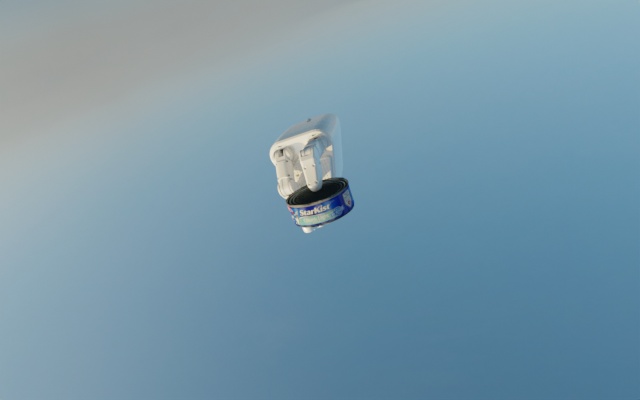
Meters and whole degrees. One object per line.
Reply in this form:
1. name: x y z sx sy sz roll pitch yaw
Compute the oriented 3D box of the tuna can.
1. tuna can: 0.000 0.003 0.626 0.086 0.034 0.086 -17 19 6
